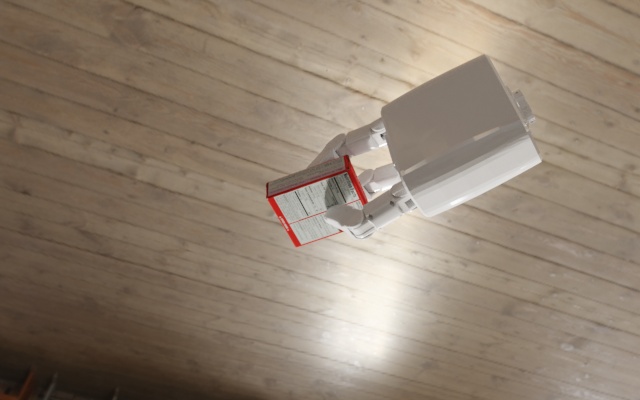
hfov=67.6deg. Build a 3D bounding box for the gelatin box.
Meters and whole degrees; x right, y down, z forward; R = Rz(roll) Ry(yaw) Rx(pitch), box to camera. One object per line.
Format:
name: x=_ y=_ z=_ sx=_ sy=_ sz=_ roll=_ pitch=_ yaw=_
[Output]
gelatin box: x=0.000 y=0.002 z=0.481 sx=0.089 sy=0.073 sz=0.030 roll=-20 pitch=37 yaw=11
